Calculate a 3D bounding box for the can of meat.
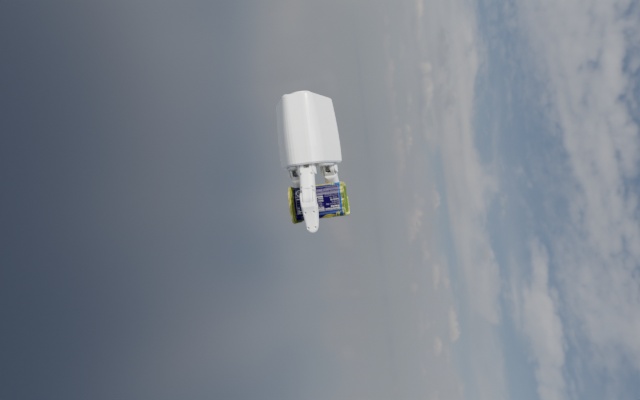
[{"bbox_3d":[0.000,0.002,0.753,0.084,0.057,0.102,-8,-2,6],"label":"can of meat"}]
